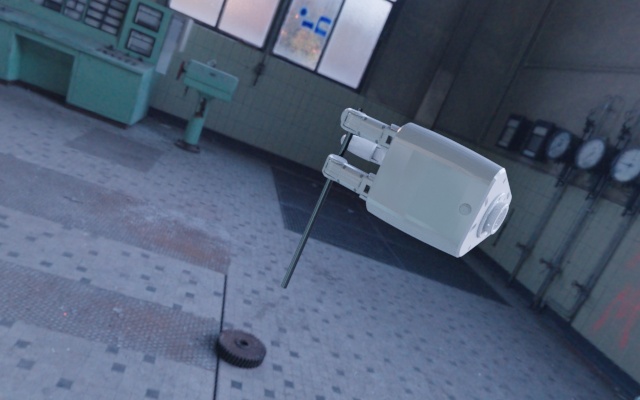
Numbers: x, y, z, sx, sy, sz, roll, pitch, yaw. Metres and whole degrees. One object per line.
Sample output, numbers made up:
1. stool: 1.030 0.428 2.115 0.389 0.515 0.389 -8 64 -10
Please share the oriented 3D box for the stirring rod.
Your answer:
1. stirring rod: 0.000 0.002 0.575 0.011 0.239 0.011 22 14 -6
